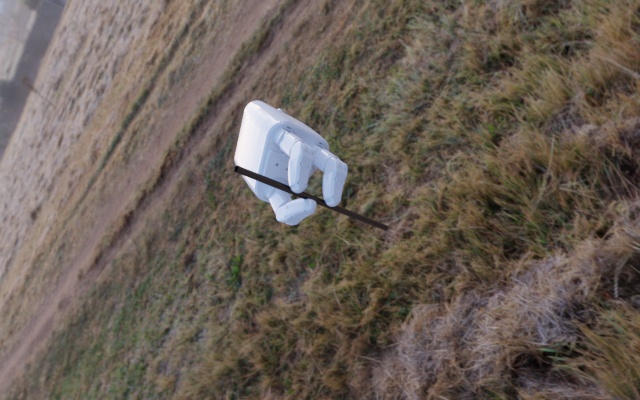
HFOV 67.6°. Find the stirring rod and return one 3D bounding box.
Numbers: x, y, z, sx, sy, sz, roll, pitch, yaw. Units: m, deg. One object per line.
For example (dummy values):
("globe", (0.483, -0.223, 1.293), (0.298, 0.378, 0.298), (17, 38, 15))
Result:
("stirring rod", (0.000, 0.002, 0.579), (0.239, 0.011, 0.011), (22, -13, -37))
